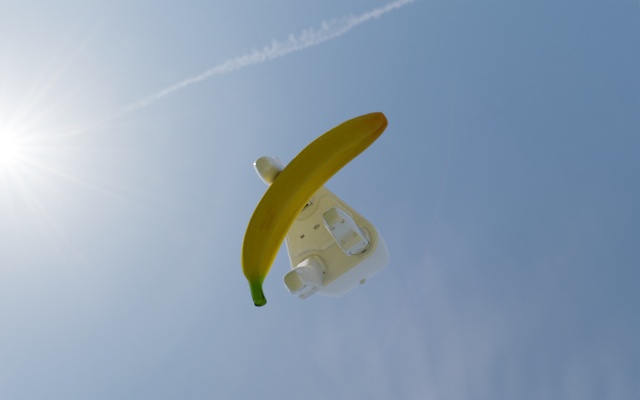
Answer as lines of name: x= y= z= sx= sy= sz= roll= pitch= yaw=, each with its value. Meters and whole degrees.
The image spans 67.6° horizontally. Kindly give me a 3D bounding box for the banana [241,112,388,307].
banana: x=-0.016 y=-0.004 z=0.427 sx=0.069 sy=0.198 sz=0.037 roll=30 pitch=-7 yaw=31
